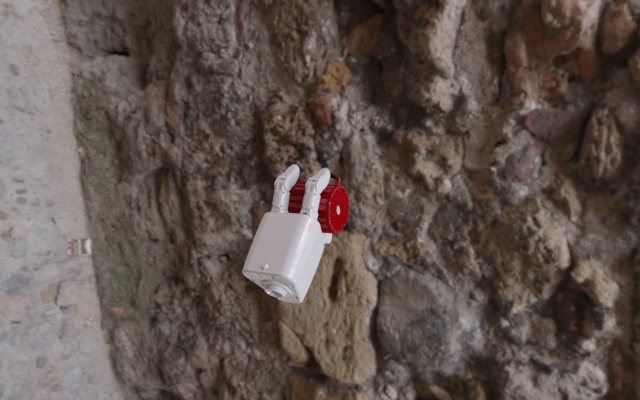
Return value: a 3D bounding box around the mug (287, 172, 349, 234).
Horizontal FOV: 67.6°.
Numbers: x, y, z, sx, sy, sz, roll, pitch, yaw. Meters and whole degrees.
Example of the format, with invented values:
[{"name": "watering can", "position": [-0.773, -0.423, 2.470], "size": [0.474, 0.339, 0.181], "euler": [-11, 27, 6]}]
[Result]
[{"name": "mug", "position": [0.001, 0.001, 0.807], "size": [0.081, 0.117, 0.093], "euler": [5, -32, 28]}]
